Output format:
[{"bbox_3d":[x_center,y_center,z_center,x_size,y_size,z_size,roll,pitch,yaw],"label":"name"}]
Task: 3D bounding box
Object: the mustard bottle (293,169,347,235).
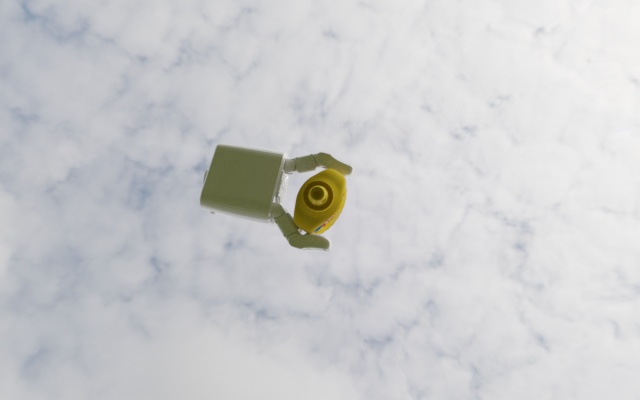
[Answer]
[{"bbox_3d":[0.000,0.002,0.687,0.058,0.096,0.191,36,-4,7],"label":"mustard bottle"}]
